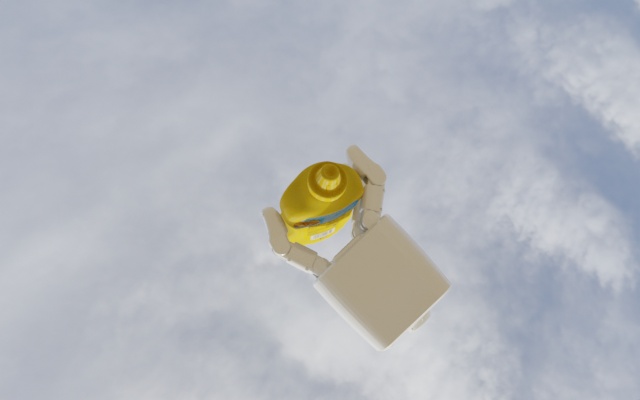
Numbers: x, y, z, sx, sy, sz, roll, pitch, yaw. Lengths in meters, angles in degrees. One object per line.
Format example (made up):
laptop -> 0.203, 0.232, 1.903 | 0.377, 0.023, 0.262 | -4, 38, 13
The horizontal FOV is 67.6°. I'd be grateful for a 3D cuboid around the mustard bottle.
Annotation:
mustard bottle -> 0.000, 0.002, 0.551 | 0.096, 0.058, 0.192 | -19, -14, -11
